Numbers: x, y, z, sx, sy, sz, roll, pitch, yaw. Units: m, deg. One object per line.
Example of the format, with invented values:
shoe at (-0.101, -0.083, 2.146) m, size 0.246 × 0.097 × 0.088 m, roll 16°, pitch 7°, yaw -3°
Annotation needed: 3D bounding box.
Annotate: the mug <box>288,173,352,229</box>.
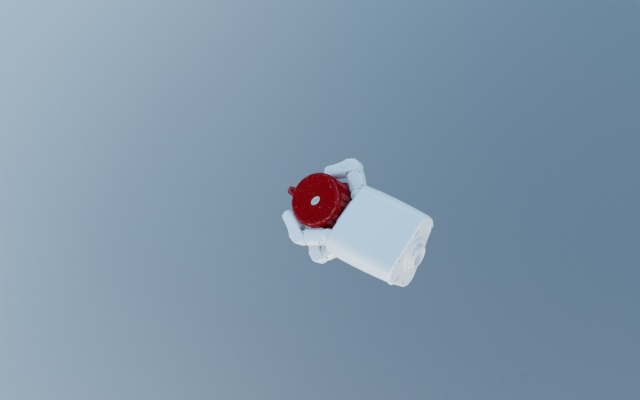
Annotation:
mug at (-0.001, 0.002, 0.728) m, size 0.117 × 0.093 × 0.081 m, roll 25°, pitch -1°, yaw 31°
